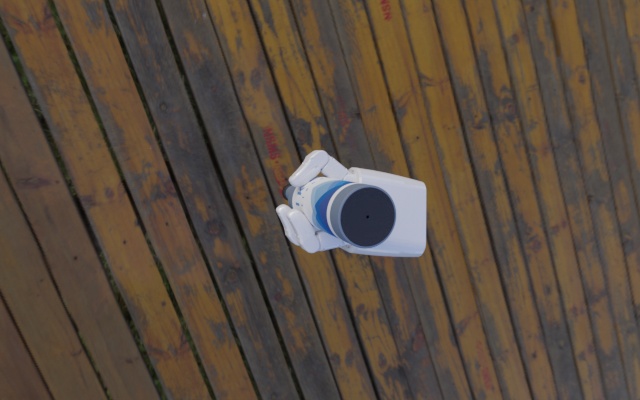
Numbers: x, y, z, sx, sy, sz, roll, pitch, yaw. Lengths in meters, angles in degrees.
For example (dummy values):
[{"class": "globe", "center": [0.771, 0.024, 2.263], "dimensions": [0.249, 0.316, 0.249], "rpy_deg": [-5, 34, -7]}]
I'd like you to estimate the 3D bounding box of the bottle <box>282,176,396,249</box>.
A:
[{"class": "bottle", "center": [0.000, 0.002, 0.629], "dimensions": [0.069, 0.069, 0.295], "rpy_deg": [0, 6, -20]}]
